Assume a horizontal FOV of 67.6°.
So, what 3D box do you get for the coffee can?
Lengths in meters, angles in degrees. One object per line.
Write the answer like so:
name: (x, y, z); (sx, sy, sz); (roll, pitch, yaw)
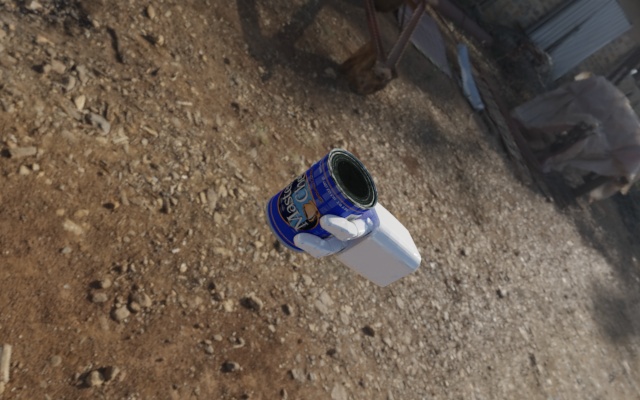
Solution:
coffee can: (0.000, 0.002, 0.717); (0.140, 0.102, 0.103); (-36, -21, 32)
